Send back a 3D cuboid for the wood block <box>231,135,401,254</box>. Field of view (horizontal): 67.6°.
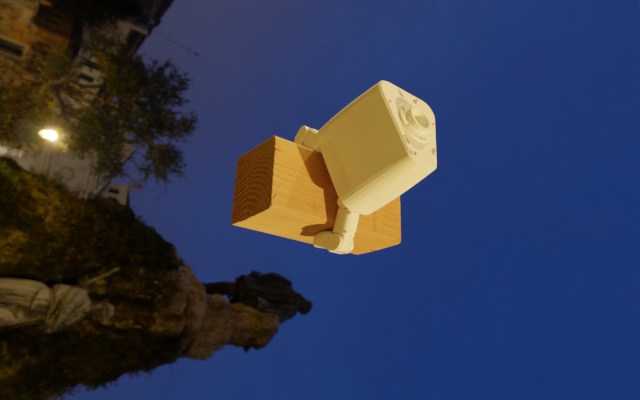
[{"bbox_3d":[0.000,0.002,0.614,0.206,0.090,0.090,17,-25,-35],"label":"wood block"}]
